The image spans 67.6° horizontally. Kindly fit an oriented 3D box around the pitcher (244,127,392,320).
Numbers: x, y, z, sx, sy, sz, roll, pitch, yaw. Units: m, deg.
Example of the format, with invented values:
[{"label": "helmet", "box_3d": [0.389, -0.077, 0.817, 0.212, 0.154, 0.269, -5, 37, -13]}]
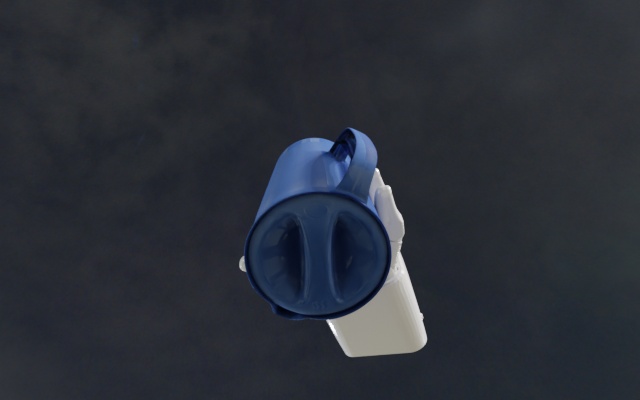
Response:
[{"label": "pitcher", "box_3d": [0.000, 0.002, 0.531, 0.149, 0.145, 0.242, -20, 22, 7]}]
